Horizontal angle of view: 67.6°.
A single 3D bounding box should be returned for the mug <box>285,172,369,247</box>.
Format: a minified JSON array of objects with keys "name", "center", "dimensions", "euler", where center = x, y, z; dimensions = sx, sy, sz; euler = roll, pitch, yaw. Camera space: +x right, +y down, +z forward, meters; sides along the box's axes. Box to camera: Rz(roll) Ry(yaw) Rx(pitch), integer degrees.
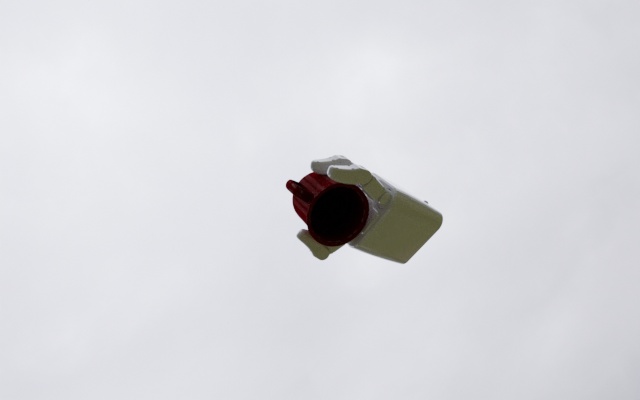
[{"name":"mug","center":[-0.001,0.002,0.671],"dimensions":[0.117,0.093,0.081],"euler":[25,9,-30]}]
